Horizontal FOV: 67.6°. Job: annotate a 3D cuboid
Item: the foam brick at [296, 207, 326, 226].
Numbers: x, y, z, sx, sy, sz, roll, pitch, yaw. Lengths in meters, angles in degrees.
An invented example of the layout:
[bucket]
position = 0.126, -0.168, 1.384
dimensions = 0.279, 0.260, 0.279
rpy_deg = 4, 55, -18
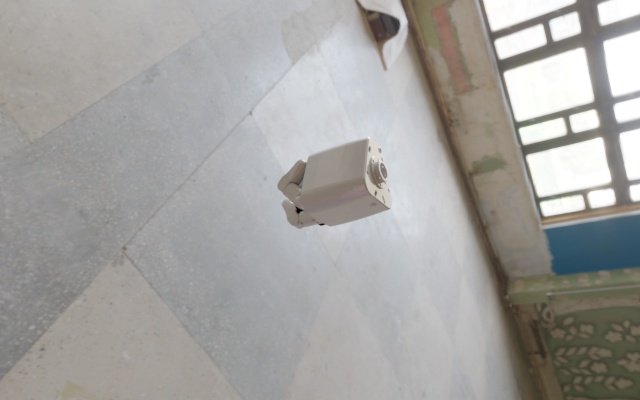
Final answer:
[foam brick]
position = 0.000, 0.003, 0.801
dimensions = 0.051, 0.053, 0.078
rpy_deg = -19, -29, 27
